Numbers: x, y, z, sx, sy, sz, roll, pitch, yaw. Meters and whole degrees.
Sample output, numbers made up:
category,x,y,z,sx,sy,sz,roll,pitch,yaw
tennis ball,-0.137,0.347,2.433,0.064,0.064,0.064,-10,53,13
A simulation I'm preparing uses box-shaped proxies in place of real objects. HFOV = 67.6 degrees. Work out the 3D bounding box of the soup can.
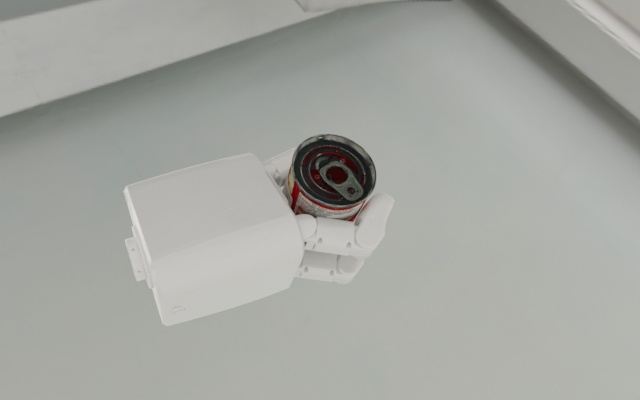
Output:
category,x,y,z,sx,sy,sz,roll,pitch,yaw
soup can,0.000,0.001,0.410,0.068,0.068,0.102,0,-31,-15
